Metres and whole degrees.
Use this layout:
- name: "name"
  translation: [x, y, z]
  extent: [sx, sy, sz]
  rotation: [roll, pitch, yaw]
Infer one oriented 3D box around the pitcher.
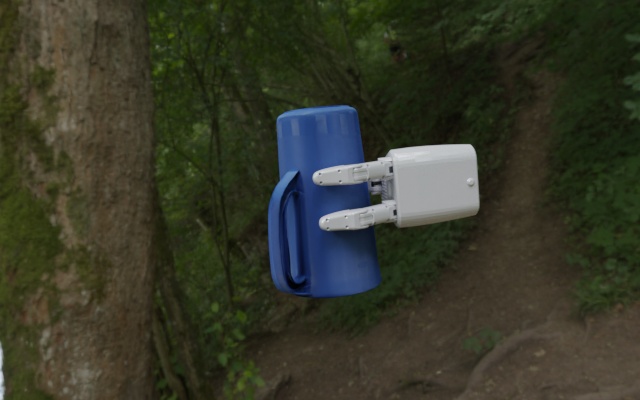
- name: "pitcher"
  translation: [0.000, 0.002, 0.634]
  extent: [0.145, 0.243, 0.149]
  rotation: [-6, 6, -4]
